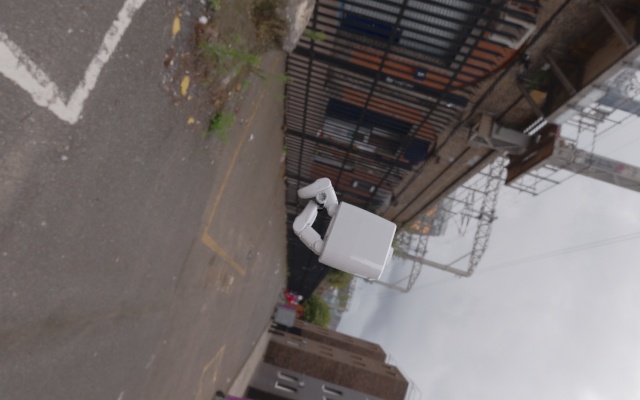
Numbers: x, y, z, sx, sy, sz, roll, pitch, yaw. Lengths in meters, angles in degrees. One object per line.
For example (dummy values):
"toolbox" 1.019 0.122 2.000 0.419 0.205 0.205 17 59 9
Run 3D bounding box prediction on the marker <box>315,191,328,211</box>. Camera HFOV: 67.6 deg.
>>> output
"marker" 0.000 0.003 0.811 0.020 0.020 0.121 0 -9 -2
